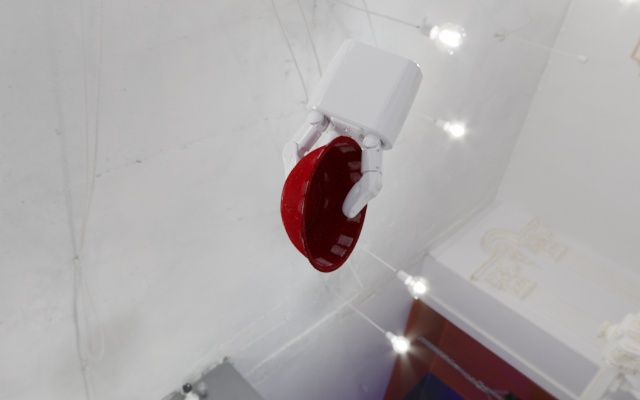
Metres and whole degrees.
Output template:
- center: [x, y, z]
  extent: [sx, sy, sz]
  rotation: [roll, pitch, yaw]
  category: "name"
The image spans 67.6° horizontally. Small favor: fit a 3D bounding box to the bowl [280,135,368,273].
- center: [-0.001, 0.003, 0.569]
  extent: [0.055, 0.162, 0.162]
  rotation: [9, 4, 29]
  category: "bowl"
